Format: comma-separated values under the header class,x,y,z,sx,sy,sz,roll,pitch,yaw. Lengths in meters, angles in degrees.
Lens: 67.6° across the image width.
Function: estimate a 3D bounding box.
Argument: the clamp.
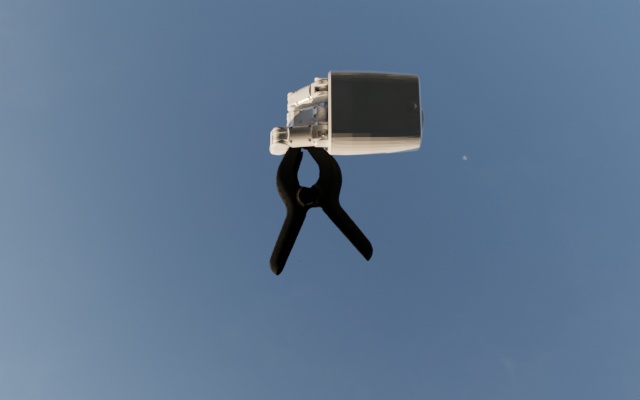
class,x,y,z,sx,sy,sz,roll,pitch,yaw
clamp,0.000,0.002,0.564,0.120,0.171,0.039,-1,-7,2
